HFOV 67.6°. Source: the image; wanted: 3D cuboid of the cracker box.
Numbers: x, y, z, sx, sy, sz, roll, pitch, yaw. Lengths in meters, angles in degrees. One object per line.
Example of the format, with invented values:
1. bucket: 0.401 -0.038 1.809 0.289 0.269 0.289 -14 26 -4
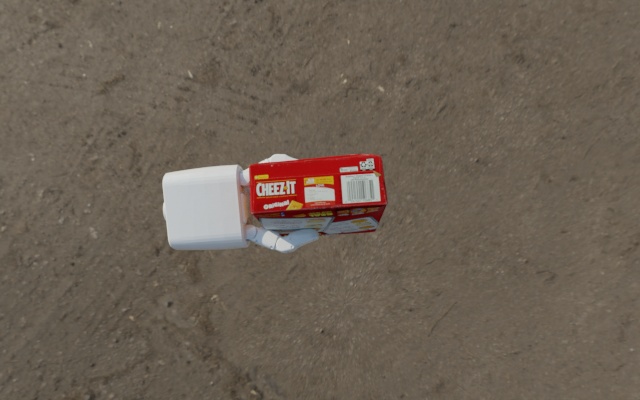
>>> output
1. cracker box: 0.000 0.002 0.668 0.164 0.072 0.214 -5 -12 2
